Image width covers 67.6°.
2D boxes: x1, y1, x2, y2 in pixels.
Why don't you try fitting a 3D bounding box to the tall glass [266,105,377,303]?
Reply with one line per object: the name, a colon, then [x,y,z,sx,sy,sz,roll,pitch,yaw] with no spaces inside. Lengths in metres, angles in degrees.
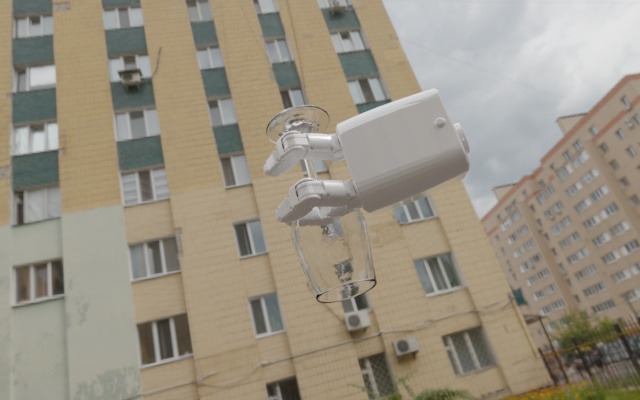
tall glass: [0.000,0.001,0.502,0.079,0.201,0.079,-13,-25,-6]
